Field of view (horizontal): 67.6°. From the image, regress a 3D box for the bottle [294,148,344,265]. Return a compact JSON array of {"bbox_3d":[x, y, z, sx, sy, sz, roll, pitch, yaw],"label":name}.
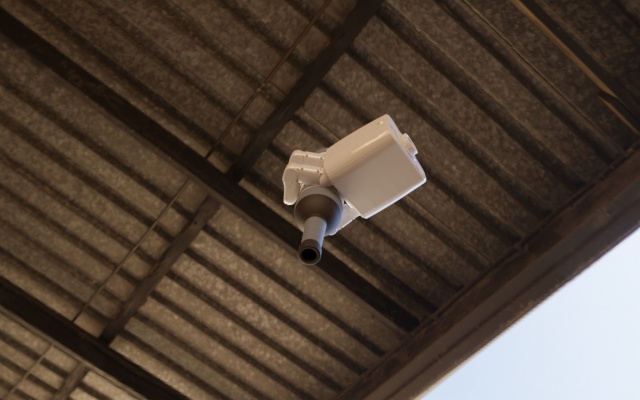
[{"bbox_3d":[0.000,0.002,0.690,0.069,0.069,0.295,0,25,6],"label":"bottle"}]
